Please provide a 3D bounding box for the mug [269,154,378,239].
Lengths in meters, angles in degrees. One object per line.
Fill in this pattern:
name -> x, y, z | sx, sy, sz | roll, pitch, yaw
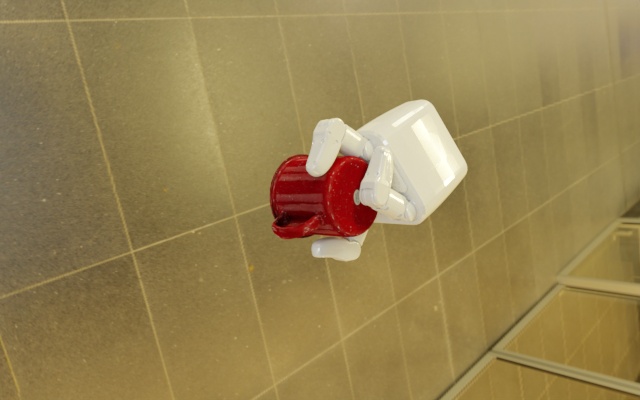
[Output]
mug -> -0.001, 0.002, 0.491 | 0.081, 0.093, 0.117 | 1, 30, 47
